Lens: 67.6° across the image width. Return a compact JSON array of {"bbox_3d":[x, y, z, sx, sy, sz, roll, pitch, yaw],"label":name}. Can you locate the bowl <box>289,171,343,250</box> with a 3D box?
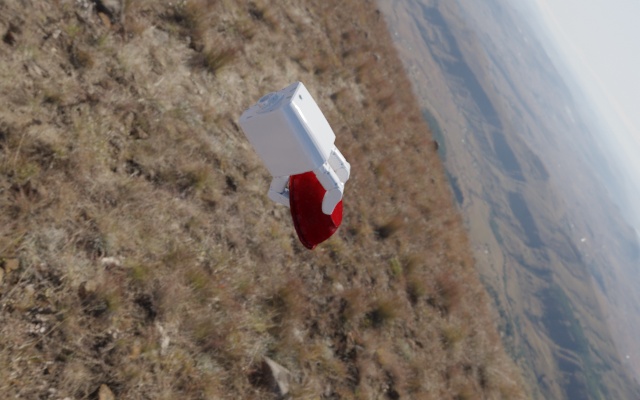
[{"bbox_3d":[0.001,0.003,0.825,0.055,0.162,0.162,-7,-2,17],"label":"bowl"}]
